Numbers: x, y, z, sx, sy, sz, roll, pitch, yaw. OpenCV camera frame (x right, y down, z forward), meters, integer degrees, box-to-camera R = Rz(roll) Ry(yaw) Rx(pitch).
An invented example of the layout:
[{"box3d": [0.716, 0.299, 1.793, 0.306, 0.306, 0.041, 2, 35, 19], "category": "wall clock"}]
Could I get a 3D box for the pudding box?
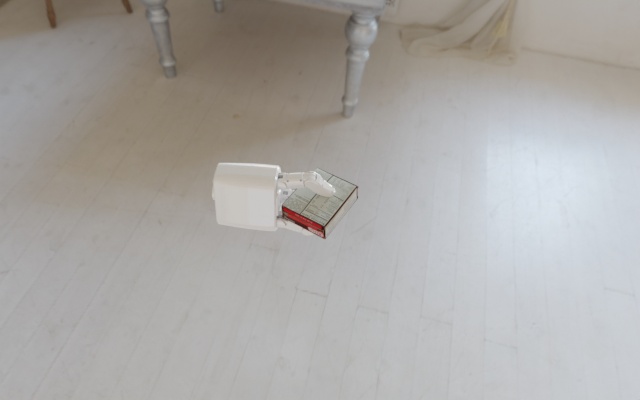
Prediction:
[{"box3d": [0.000, 0.003, 0.826, 0.090, 0.113, 0.039, 27, -34, 21], "category": "pudding box"}]
